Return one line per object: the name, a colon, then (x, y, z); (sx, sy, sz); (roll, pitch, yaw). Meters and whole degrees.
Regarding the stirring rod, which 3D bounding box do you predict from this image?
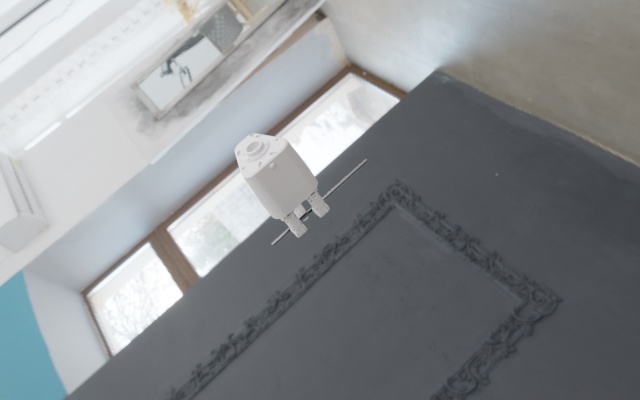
stirring rod: (0.000, 0.003, 0.897); (0.239, 0.011, 0.011); (-42, 7, -8)
